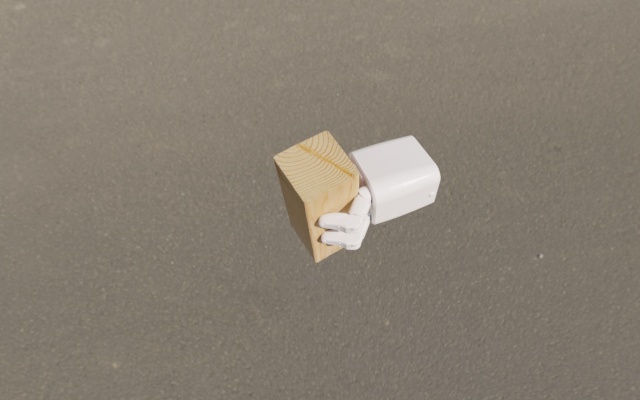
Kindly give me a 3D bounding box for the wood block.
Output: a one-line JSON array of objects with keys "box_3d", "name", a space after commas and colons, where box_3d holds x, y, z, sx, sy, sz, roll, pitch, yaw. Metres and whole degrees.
[{"box_3d": [0.000, 0.002, 0.739, 0.090, 0.090, 0.206, -28, -28, -12], "name": "wood block"}]
